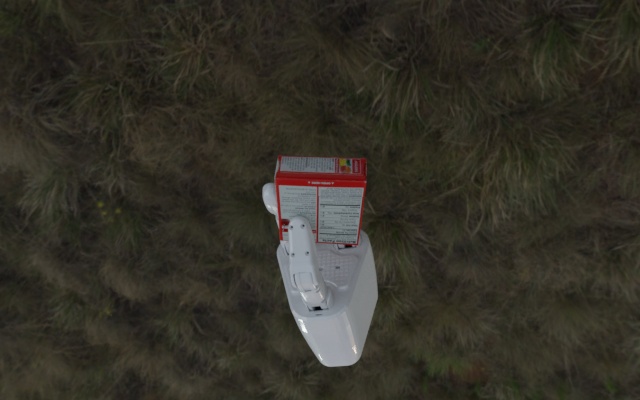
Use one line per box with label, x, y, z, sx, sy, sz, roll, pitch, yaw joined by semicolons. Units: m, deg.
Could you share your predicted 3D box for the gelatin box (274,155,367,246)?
gelatin box;0.000;0.001;0.414;0.073;0.030;0.089;2;-40;1
